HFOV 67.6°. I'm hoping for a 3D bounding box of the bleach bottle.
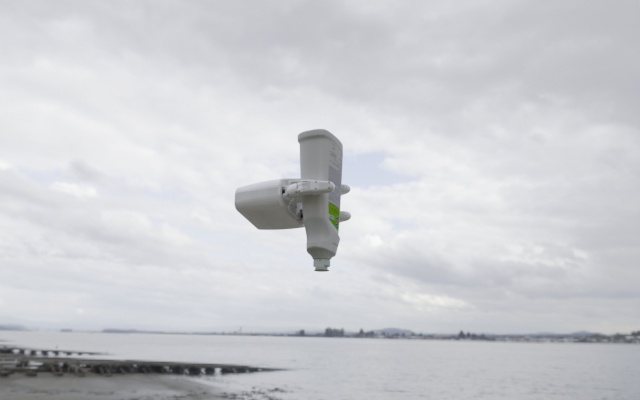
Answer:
[{"bbox_3d":[0.000,0.003,0.879,0.068,0.250,0.102,-7,-18,26],"label":"bleach bottle"}]
